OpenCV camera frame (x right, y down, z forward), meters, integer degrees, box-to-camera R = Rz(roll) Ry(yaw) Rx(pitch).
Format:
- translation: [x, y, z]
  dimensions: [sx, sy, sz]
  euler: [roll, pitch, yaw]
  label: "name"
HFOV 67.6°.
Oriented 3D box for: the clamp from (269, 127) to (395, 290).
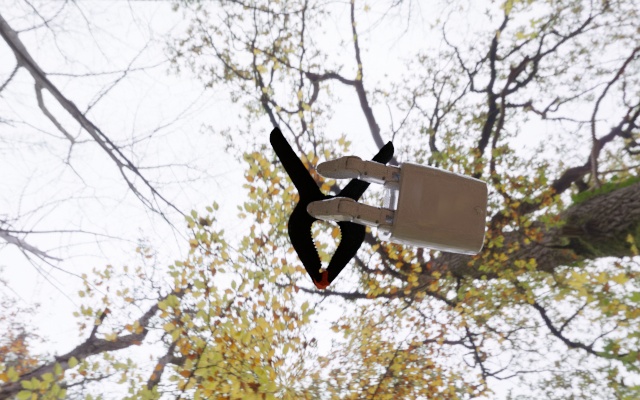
- translation: [0.000, 0.003, 0.593]
  dimensions: [0.164, 0.210, 0.036]
  euler: [12, -22, -1]
  label: "clamp"
